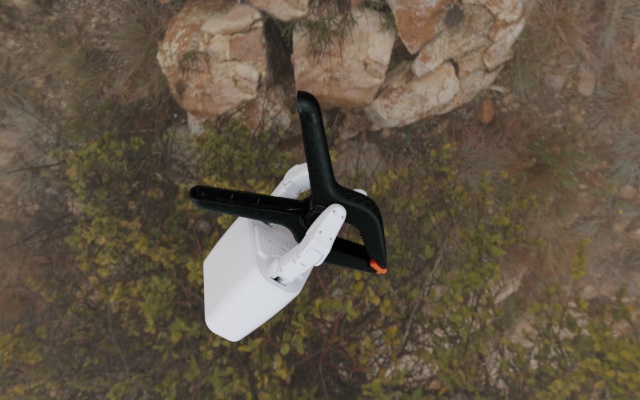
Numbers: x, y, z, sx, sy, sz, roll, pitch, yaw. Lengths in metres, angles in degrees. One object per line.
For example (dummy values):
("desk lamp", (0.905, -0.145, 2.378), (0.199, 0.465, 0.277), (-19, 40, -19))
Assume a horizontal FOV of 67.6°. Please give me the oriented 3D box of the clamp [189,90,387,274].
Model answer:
("clamp", (0.000, 0.002, 0.466), (0.210, 0.036, 0.165), (34, -56, -21))
